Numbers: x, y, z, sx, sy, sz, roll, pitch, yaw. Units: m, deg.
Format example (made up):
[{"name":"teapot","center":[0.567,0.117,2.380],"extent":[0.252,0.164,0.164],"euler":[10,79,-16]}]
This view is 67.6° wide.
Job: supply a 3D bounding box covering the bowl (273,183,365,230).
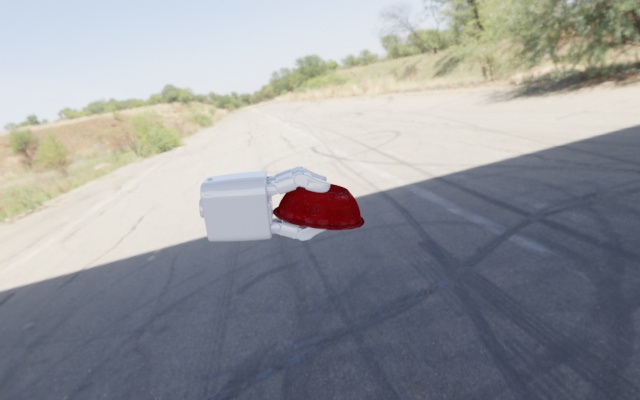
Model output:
[{"name":"bowl","center":[0.001,0.002,0.828],"extent":[0.162,0.055,0.162],"euler":[7,12,-2]}]
